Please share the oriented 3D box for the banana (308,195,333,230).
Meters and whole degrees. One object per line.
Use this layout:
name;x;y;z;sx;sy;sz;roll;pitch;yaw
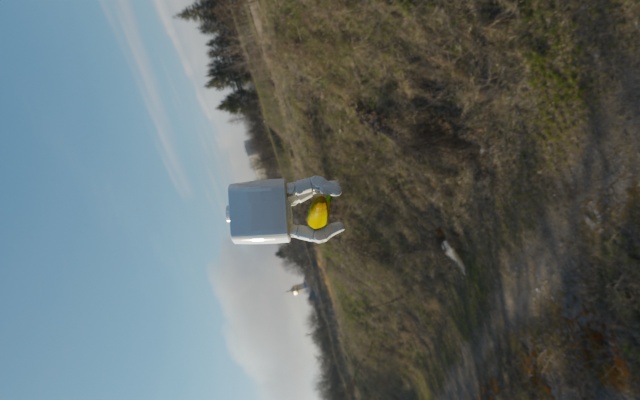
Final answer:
banana;-0.003;0.021;0.876;0.037;0.069;0.198;10;4;3
